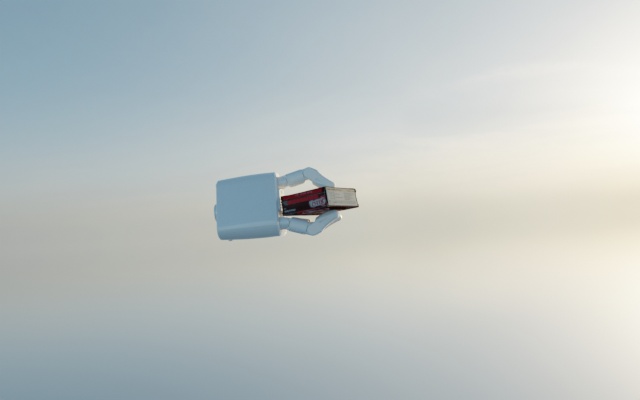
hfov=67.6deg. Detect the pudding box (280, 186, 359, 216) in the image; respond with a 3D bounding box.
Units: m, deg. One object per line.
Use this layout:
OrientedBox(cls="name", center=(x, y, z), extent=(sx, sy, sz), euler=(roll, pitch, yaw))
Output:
OrientedBox(cls="pudding box", center=(0.000, 0.003, 0.812), extent=(0.090, 0.039, 0.113), euler=(-11, -4, 30))
